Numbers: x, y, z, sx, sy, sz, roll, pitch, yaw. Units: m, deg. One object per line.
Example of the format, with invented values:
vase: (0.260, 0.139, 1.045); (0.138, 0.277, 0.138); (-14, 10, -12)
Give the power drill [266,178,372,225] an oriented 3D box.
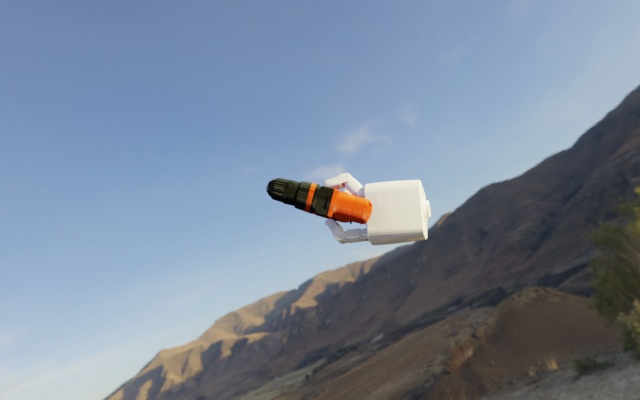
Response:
power drill: (0.000, 0.003, 0.884); (0.184, 0.057, 0.187); (16, 0, 3)
